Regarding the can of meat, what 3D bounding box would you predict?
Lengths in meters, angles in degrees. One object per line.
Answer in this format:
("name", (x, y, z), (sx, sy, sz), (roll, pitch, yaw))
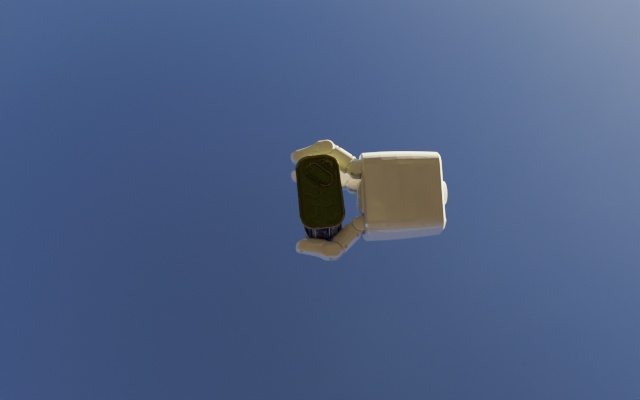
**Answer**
("can of meat", (0.000, 0.002, 0.644), (0.057, 0.102, 0.084), (-6, -22, -1))
